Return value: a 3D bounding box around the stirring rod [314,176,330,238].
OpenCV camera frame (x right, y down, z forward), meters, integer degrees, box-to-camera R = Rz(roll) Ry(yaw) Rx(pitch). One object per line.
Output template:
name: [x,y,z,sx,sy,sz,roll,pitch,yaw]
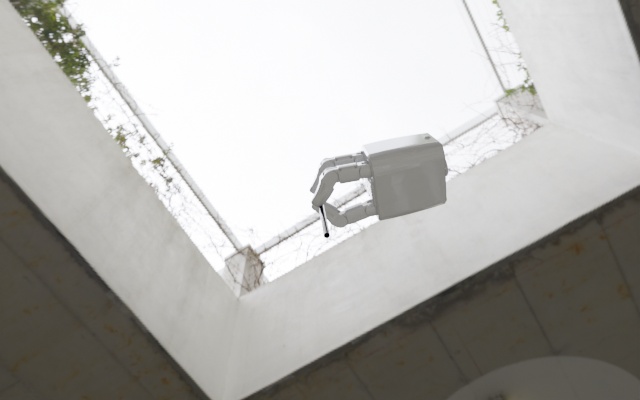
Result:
stirring rod: [0.000,0.002,0.706,0.011,0.011,0.239,0,20,-4]
